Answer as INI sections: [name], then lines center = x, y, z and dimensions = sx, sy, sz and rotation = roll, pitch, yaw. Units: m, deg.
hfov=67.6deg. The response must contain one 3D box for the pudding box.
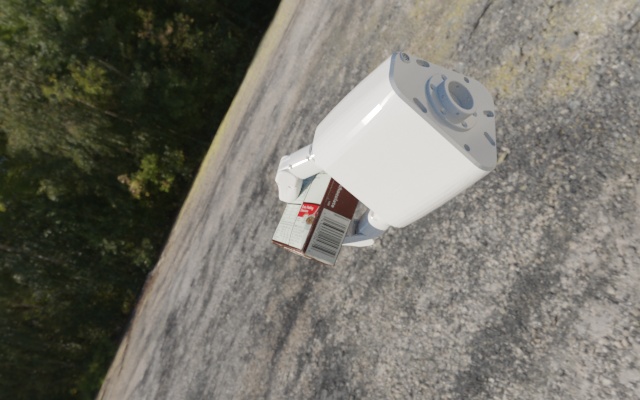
[pudding box]
center = 0.000, 0.001, 0.474
dimensions = 0.039, 0.113, 0.090
rotation = 26, -8, -22
